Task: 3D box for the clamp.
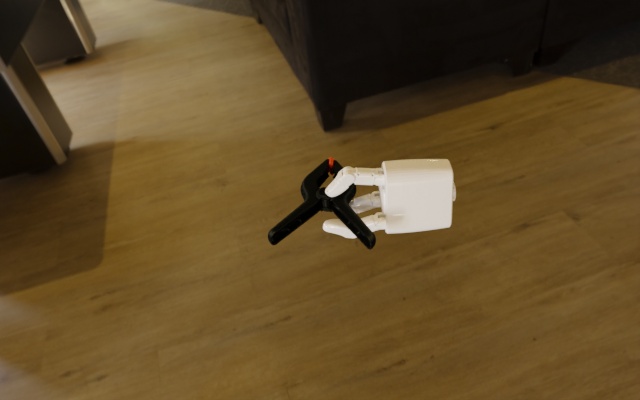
[{"bbox_3d":[0.000,0.002,0.789,0.164,0.036,0.209,-2,42,0],"label":"clamp"}]
